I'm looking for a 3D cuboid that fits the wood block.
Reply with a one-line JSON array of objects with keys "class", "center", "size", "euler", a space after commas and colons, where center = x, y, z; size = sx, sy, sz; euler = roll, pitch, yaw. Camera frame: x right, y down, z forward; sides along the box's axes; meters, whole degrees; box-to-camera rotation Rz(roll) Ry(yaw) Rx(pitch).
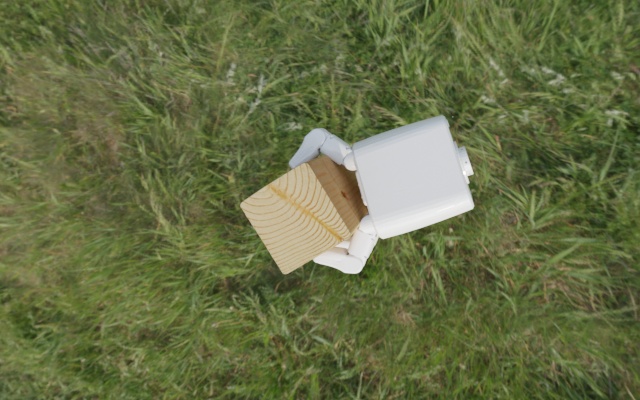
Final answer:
[{"class": "wood block", "center": [0.000, 0.001, 0.583], "size": [0.090, 0.091, 0.206], "euler": [-31, 0, 18]}]
